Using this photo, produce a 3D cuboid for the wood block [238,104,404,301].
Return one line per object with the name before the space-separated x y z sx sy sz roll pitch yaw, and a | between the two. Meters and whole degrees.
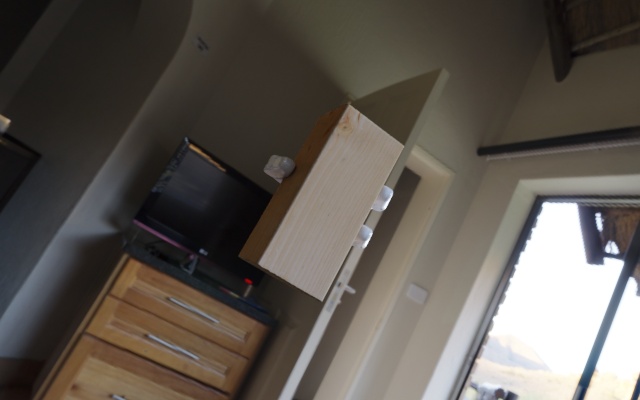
wood block | 0.000 0.002 0.570 0.091 0.206 0.090 33 -13 -19
